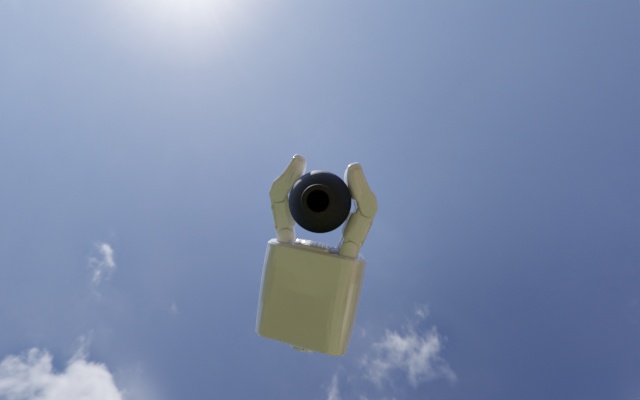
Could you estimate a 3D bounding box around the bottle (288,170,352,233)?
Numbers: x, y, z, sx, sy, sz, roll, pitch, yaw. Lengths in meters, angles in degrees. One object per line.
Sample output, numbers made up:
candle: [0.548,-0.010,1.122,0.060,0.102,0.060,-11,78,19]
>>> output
bottle: [0.000,0.002,0.538,0.069,0.069,0.296,0,-1,1]
